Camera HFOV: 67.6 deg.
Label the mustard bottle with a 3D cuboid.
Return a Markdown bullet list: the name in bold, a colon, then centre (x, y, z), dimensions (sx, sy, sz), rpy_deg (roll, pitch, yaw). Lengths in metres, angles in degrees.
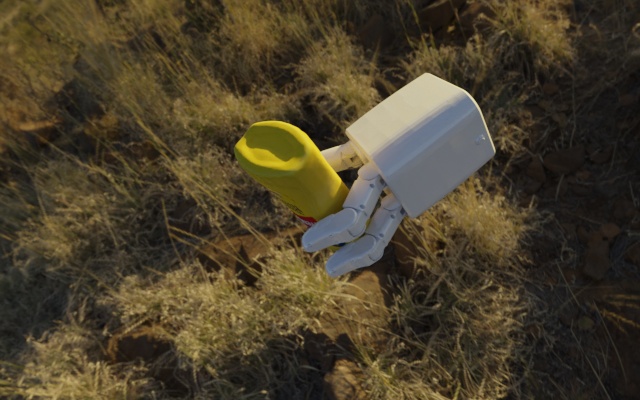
- **mustard bottle**: centre (0.000, 0.002, 0.485), dimensions (0.096, 0.058, 0.192), rpy_deg (24, -16, 43)
